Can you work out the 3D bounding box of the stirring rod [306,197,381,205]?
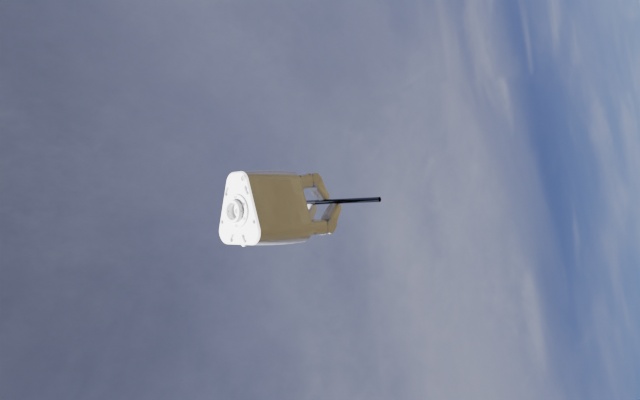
[{"bbox_3d":[0.000,0.003,0.809,0.239,0.011,0.011,-3,-2,41],"label":"stirring rod"}]
